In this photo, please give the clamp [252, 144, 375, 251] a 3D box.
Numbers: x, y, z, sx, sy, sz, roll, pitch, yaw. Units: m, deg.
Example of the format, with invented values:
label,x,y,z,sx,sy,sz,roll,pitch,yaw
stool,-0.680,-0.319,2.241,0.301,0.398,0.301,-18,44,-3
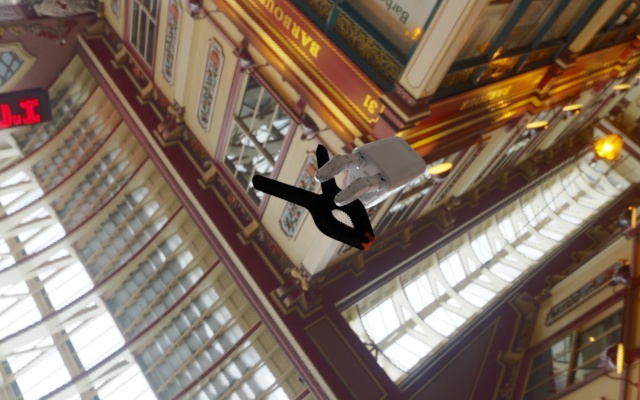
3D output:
label,x,y,z,sx,sy,sz,roll,pitch,yaw
clamp,0.000,0.003,0.776,0.164,0.210,0.036,-24,-26,-34
